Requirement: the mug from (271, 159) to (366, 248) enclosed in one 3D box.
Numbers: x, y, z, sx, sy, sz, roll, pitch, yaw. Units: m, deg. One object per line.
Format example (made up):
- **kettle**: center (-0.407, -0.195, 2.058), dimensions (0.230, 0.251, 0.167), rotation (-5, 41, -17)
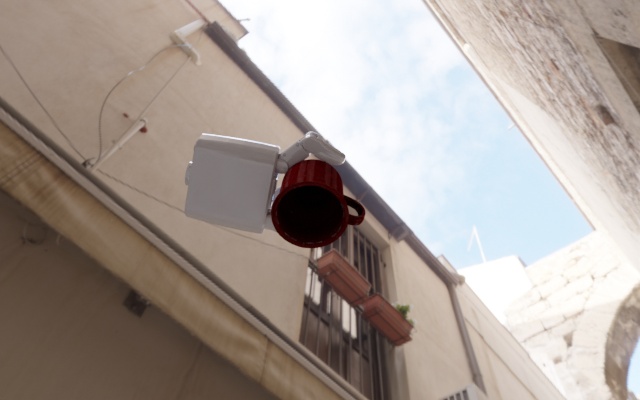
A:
- **mug**: center (0.002, 0.002, 0.601), dimensions (0.117, 0.093, 0.081), rotation (12, 29, -5)
